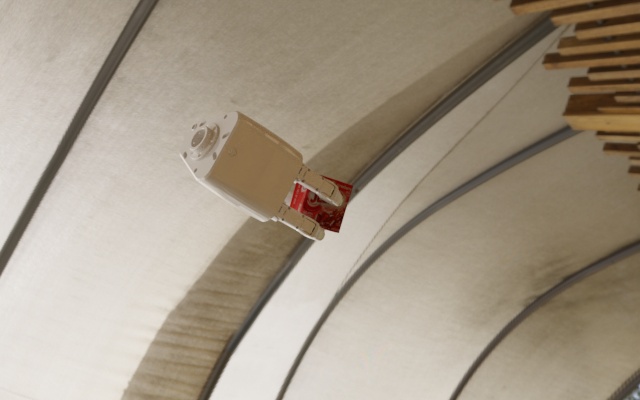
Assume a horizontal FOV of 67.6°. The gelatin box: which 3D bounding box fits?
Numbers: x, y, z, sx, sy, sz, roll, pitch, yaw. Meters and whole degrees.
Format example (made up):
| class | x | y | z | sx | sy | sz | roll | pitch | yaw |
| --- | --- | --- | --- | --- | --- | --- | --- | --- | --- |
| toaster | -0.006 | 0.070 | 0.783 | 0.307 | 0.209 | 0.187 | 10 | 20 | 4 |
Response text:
| class | x | y | z | sx | sy | sz | roll | pitch | yaw |
| --- | --- | --- | --- | --- | --- | --- | --- | --- | --- |
| gelatin box | 0.000 | 0.002 | 0.672 | 0.030 | 0.073 | 0.089 | 17 | 0 | 44 |
